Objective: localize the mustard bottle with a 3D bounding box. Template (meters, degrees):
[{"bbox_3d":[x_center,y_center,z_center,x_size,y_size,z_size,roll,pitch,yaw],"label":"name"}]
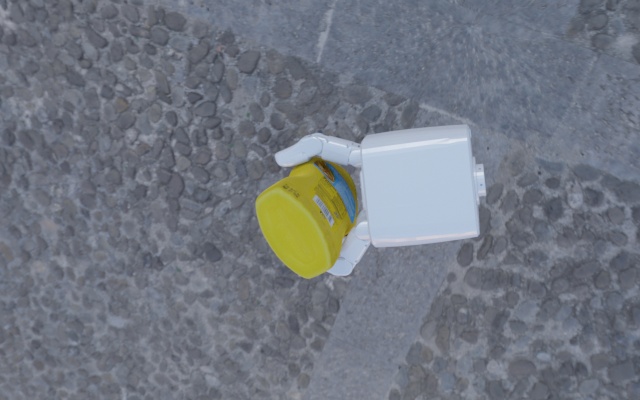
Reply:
[{"bbox_3d":[0.000,0.002,0.527,0.058,0.096,0.191,-31,8,24],"label":"mustard bottle"}]
